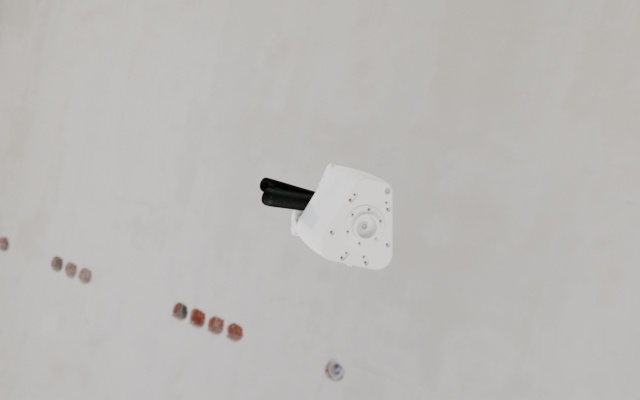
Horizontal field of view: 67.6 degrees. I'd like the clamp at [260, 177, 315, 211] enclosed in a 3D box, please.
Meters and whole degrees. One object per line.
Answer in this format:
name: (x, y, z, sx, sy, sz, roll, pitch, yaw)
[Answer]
clamp: (0.001, 0.002, 0.747, 0.210, 0.036, 0.164, 12, 8, -17)
